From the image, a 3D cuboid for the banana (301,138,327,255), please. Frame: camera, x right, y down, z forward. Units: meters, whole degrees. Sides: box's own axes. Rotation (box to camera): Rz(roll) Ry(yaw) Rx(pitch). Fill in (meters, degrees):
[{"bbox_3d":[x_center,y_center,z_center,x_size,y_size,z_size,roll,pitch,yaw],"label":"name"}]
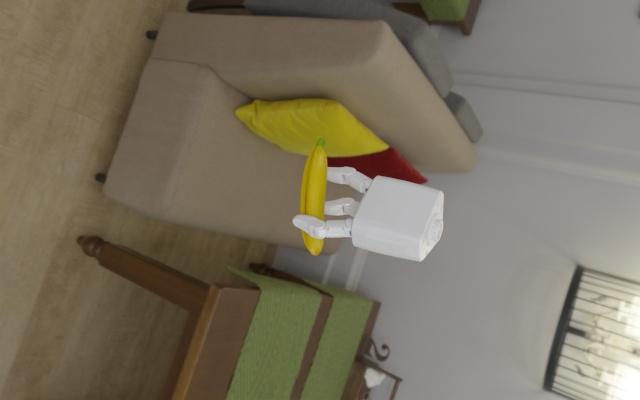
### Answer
[{"bbox_3d":[-0.007,0.003,0.765,0.037,0.198,0.069,10,14,22],"label":"banana"}]
